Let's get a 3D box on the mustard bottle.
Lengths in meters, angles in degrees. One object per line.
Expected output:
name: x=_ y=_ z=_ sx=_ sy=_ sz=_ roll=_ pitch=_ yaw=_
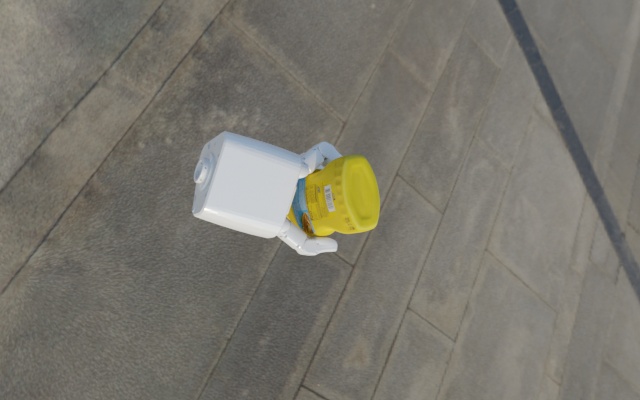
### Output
mustard bottle: x=0.001 y=0.002 z=0.658 sx=0.058 sy=0.096 sz=0.191 roll=-10 pitch=-2 yaw=-33
